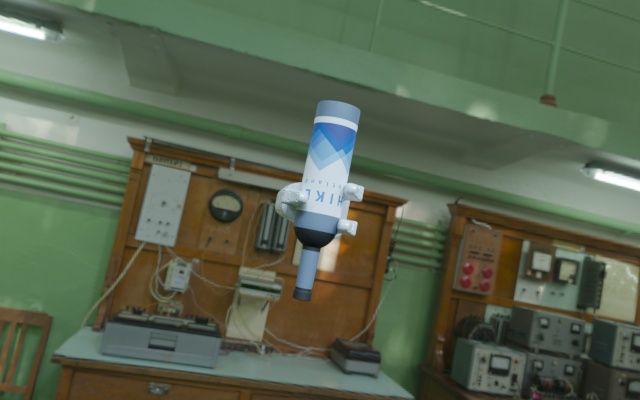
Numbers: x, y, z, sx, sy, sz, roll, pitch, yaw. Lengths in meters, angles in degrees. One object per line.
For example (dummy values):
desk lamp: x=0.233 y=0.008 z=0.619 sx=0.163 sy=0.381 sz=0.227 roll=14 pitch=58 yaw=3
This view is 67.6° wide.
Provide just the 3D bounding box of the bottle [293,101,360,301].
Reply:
bottle: x=0.000 y=0.002 z=0.718 sx=0.069 sy=0.295 sz=0.069 roll=11 pitch=-4 yaw=1
